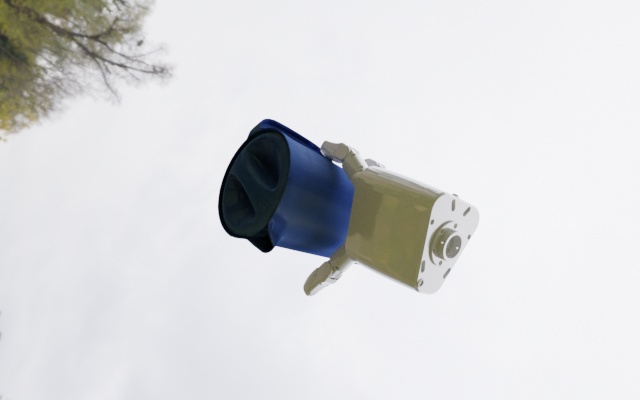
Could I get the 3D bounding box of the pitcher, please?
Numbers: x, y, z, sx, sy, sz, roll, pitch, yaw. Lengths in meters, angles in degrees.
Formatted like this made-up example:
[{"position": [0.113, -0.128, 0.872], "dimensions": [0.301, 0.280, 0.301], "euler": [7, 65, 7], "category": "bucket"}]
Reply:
[{"position": [0.000, 0.002, 0.624], "dimensions": [0.243, 0.149, 0.145], "euler": [22, 1, -41], "category": "pitcher"}]
